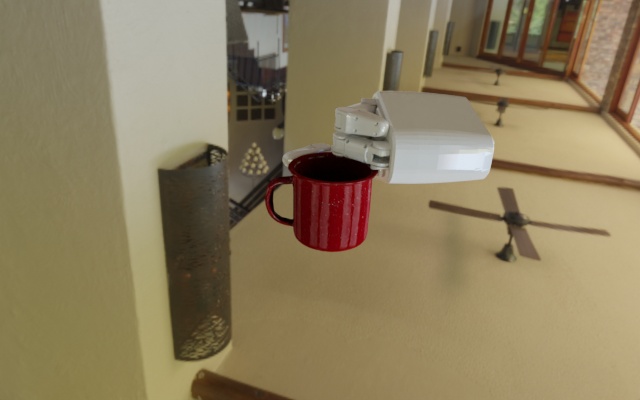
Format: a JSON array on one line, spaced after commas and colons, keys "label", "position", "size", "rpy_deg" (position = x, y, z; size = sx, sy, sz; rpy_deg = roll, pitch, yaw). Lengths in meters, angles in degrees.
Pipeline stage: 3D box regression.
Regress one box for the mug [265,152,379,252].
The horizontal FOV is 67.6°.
[{"label": "mug", "position": [-0.001, 0.002, 0.507], "size": [0.117, 0.081, 0.093], "rpy_deg": [-1, 25, -6]}]
